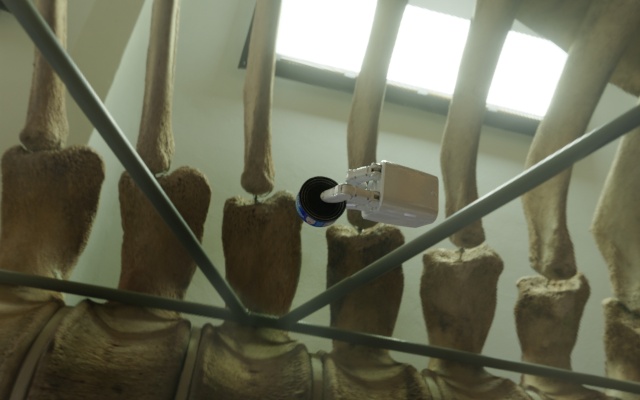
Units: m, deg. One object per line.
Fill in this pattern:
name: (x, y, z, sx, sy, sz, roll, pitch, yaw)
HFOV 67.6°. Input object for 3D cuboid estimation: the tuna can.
tuna can: (0.000, 0.003, 0.833, 0.086, 0.086, 0.034, 0, -22, -18)
